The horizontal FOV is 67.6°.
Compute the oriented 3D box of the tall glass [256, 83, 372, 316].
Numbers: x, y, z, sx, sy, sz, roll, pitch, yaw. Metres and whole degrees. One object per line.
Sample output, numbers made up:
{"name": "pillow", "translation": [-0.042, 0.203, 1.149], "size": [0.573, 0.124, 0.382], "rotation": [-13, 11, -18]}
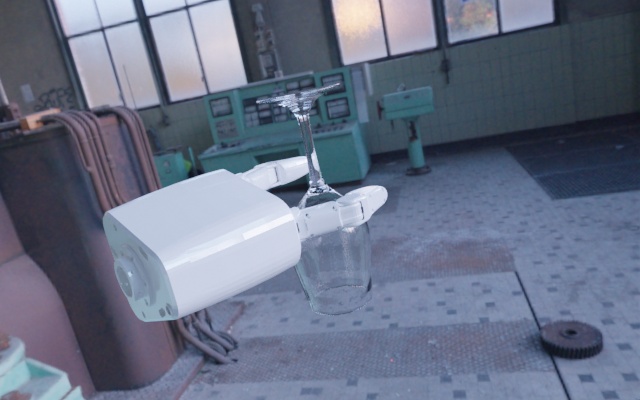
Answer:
{"name": "tall glass", "translation": [0.000, 0.001, 0.437], "size": [0.079, 0.201, 0.079], "rotation": [-11, 14, 3]}
